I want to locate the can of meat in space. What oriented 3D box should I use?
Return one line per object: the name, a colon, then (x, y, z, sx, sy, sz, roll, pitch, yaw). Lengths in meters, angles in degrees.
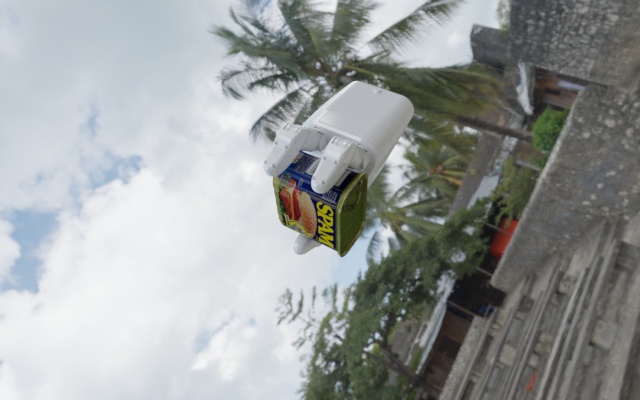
can of meat: (0.000, 0.002, 0.514, 0.084, 0.102, 0.057, 24, 54, 21)
